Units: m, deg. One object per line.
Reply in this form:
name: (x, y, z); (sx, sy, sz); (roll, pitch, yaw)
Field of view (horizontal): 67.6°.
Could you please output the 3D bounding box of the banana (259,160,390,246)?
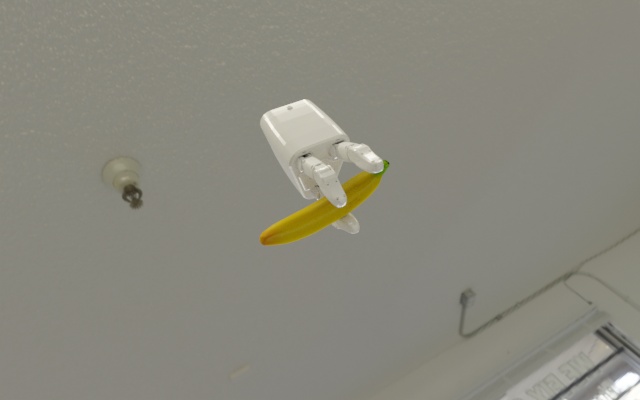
banana: (0.007, 0.008, 0.652); (0.198, 0.037, 0.070); (-34, -28, -3)
